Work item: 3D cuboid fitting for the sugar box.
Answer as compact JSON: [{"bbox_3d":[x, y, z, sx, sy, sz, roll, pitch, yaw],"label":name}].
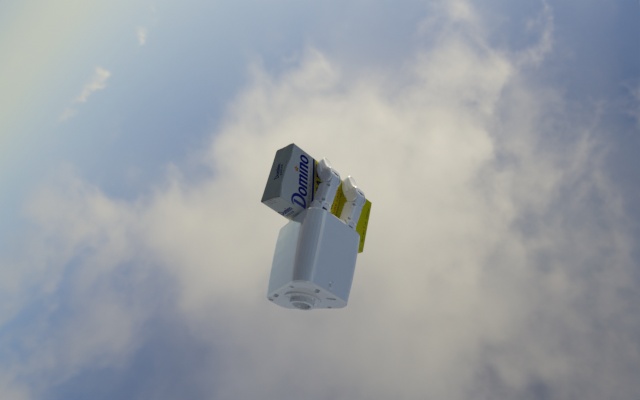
[{"bbox_3d":[0.001,0.002,0.707,0.048,0.093,0.176,-17,-41,41],"label":"sugar box"}]
